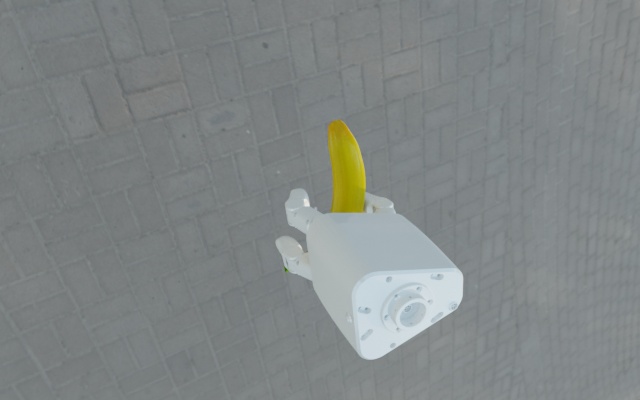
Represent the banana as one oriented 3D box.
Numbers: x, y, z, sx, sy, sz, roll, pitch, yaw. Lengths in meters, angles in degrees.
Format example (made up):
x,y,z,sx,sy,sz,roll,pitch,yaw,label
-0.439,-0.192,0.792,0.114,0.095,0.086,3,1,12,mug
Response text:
x,y,z,sx,sy,sz,roll,pitch,yaw,label
0.017,0.008,0.549,0.069,0.198,0.037,12,20,-17,banana
